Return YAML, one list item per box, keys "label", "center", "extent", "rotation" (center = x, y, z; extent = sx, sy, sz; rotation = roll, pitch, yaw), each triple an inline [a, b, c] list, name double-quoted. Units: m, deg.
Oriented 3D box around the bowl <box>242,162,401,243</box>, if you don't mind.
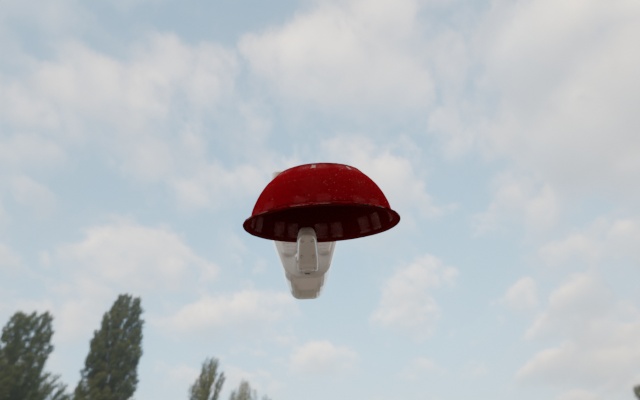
- label: "bowl"
  center: [0.000, 0.001, 0.498]
  extent: [0.162, 0.055, 0.162]
  rotation: [-3, -16, -1]
